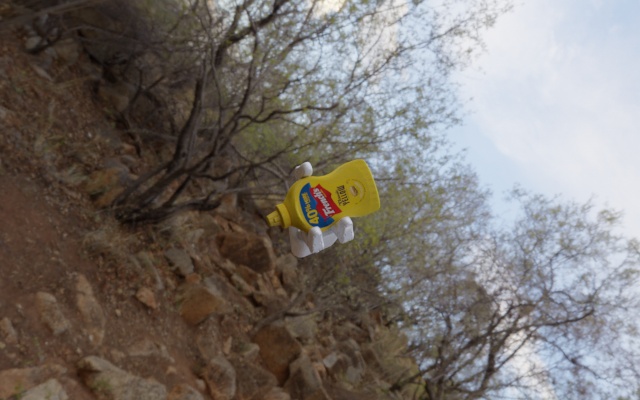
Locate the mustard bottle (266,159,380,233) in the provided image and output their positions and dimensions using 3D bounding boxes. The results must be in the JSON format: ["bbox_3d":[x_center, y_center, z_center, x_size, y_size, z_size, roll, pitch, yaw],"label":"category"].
[{"bbox_3d":[0.000,0.003,0.811,0.191,0.096,0.058,-20,6,-15],"label":"mustard bottle"}]
